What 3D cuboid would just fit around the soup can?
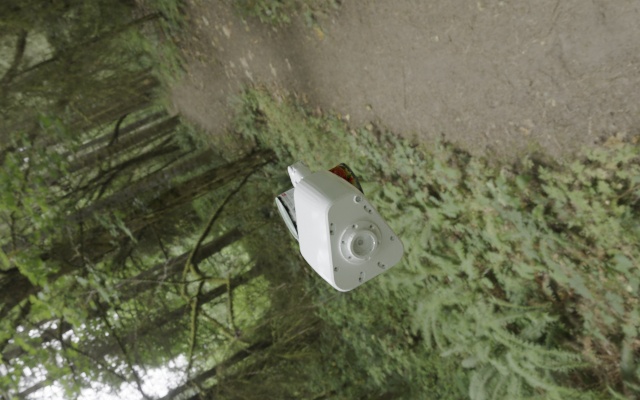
[{"bbox_3d":[0.000,0.002,0.638,0.102,0.068,0.068,-27,6,-11],"label":"soup can"}]
